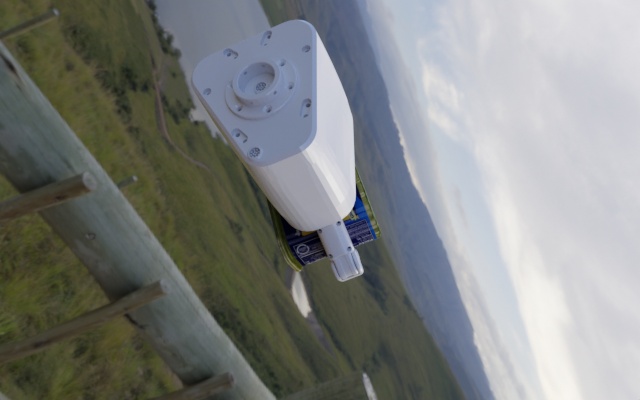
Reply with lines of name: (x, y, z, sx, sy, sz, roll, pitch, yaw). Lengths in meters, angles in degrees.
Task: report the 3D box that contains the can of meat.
can of meat: (0.000, 0.001, 0.434, 0.084, 0.102, 0.057, -21, -30, 6)
